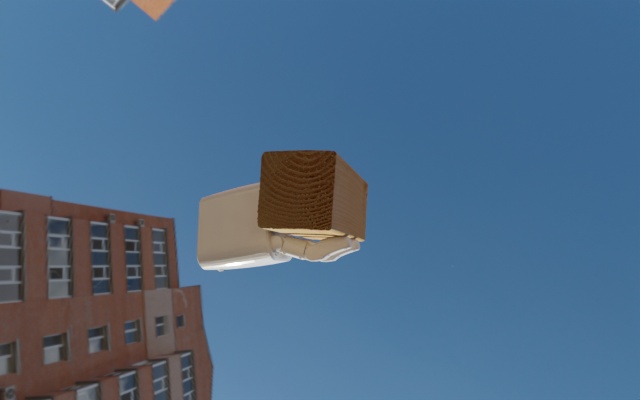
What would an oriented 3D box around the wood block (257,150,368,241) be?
[{"bbox_3d":[0.000,0.002,0.627,0.090,0.091,0.206,1,-7,15],"label":"wood block"}]
